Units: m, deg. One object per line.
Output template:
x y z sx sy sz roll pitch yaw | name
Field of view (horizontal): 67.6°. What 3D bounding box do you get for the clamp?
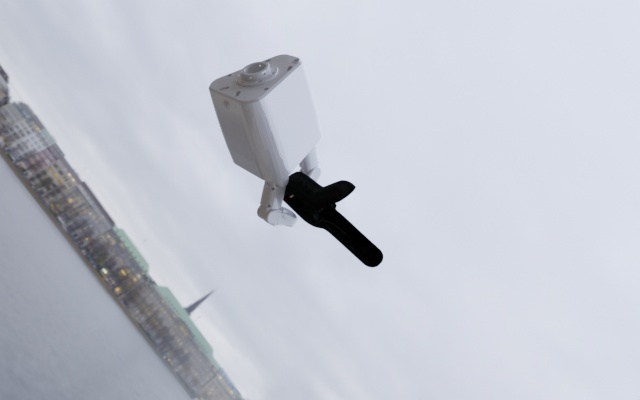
0.000 0.002 0.563 0.039 0.120 0.171 -37 45 -26 | clamp
